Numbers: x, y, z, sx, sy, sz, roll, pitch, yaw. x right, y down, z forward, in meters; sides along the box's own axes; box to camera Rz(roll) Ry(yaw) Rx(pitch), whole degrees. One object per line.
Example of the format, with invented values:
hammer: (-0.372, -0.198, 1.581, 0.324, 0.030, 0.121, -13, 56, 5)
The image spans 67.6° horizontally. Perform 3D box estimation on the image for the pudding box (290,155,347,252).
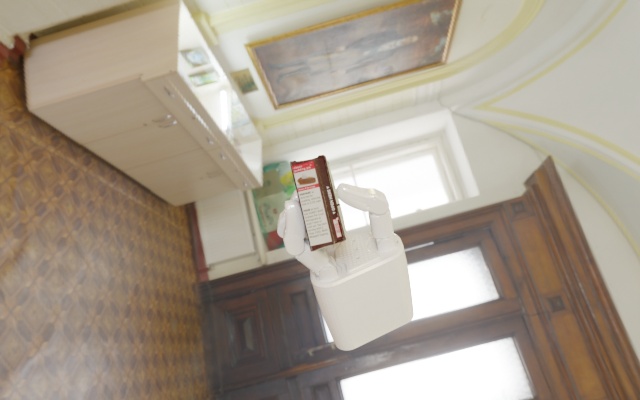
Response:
pudding box: (0.000, 0.002, 0.507, 0.039, 0.090, 0.113, -14, -1, 1)
